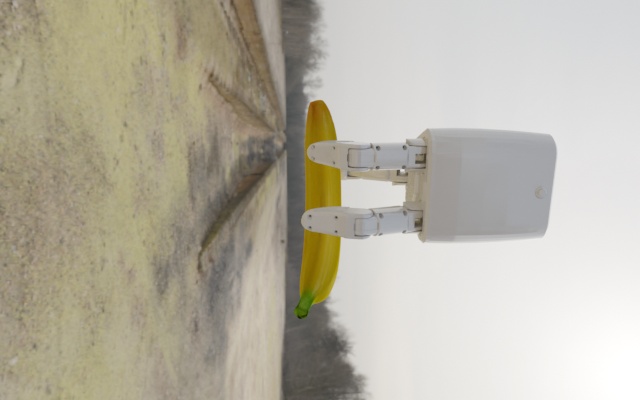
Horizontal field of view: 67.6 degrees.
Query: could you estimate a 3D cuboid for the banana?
[{"bbox_3d":[0.001,0.008,0.450,0.037,0.197,0.070,1,-11,5],"label":"banana"}]
